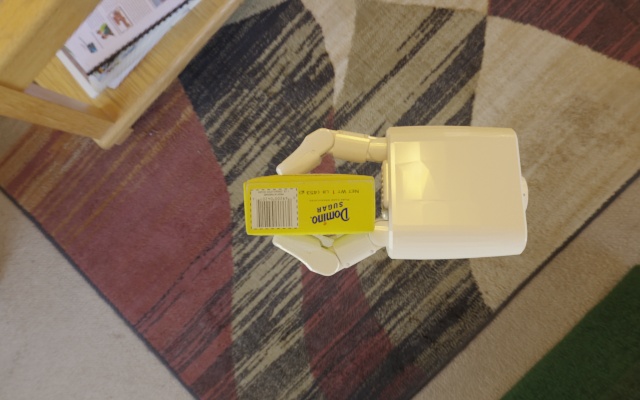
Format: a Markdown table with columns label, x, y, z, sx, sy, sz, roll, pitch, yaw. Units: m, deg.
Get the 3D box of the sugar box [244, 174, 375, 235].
| label | x | y | z | sx | sy | sz | roll | pitch | yaw |
| --- | --- | --- | --- | --- | --- | --- | --- | --- | --- |
| sugar box | 0.000 | 0.002 | 0.417 | 0.093 | 0.048 | 0.176 | -1 | -1 | 6 |
